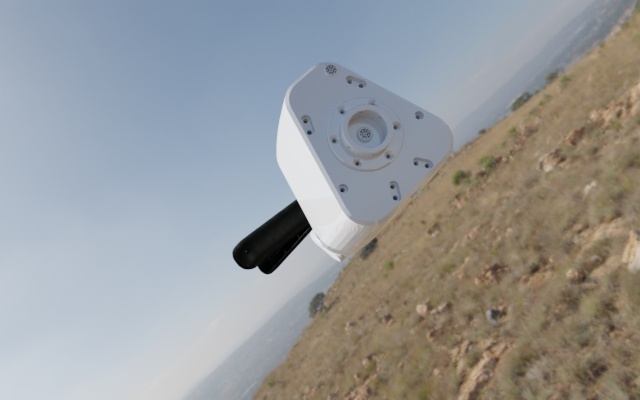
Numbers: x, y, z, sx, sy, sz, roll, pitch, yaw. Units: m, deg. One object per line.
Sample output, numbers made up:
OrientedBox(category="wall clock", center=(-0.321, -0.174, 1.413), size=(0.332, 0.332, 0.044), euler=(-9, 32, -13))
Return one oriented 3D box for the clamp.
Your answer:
OrientedBox(category="clamp", center=(0.000, 0.001, 0.486), size=(0.210, 0.036, 0.164), euler=(-43, -7, -14))
